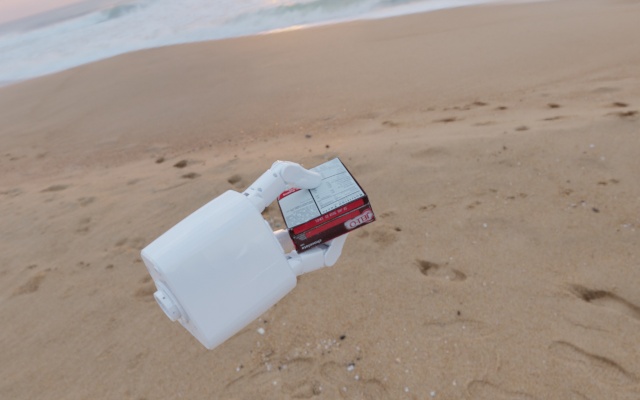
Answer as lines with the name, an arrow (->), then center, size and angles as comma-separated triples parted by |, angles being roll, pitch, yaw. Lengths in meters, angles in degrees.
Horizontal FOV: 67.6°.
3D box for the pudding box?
pudding box -> 0.000, 0.002, 0.529 | 0.090, 0.039, 0.113 | -23, 31, -3
